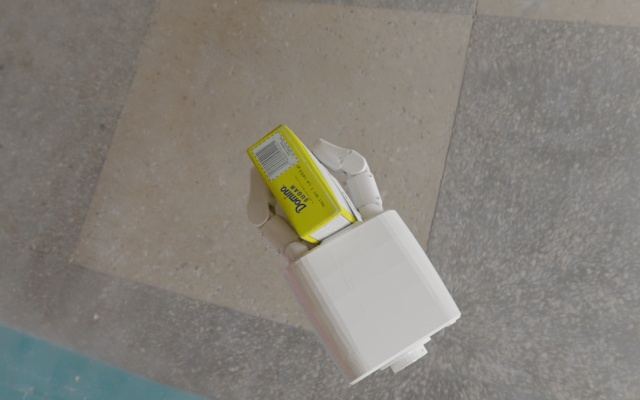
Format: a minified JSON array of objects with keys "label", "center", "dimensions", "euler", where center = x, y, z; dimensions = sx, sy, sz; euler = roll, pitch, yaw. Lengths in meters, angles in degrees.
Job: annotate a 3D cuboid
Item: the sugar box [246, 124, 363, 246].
[{"label":"sugar box","center":[0.000,0.002,0.458],"dimensions":[0.048,0.093,0.176],"euler":[-34,-20,4]}]
